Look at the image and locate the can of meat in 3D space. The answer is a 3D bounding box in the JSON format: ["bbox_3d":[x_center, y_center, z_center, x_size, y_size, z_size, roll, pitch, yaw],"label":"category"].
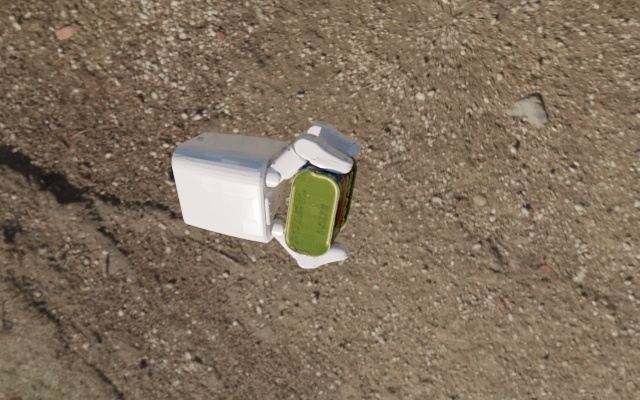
[{"bbox_3d":[0.000,0.002,0.529,0.057,0.102,0.084,13,23,10],"label":"can of meat"}]
